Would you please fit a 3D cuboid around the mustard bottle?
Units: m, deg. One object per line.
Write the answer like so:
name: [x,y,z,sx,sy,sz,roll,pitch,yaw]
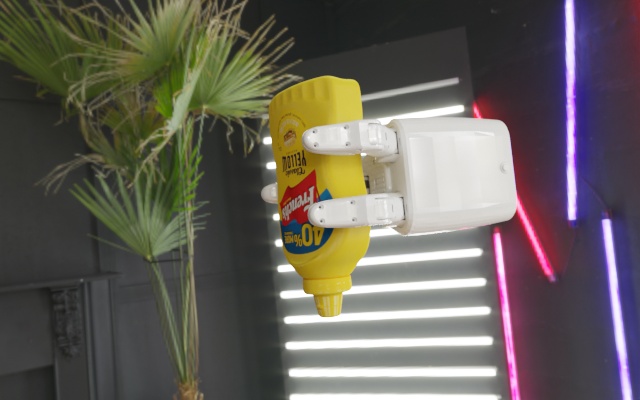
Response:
mustard bottle: [0.000,0.001,0.404,0.058,0.191,0.096,-2,-4,-39]
